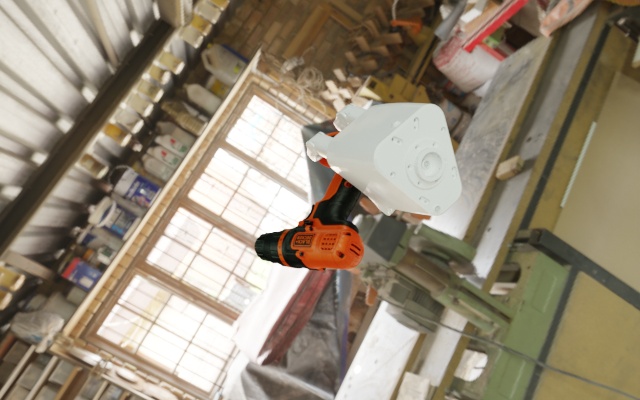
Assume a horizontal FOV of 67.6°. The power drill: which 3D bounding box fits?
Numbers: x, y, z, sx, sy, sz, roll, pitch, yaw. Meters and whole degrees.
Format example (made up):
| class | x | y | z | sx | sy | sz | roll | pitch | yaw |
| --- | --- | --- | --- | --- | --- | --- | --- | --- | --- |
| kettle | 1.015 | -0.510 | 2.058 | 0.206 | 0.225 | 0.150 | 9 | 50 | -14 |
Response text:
| class | x | y | z | sx | sy | sz | roll | pitch | yaw |
| --- | --- | --- | --- | --- | --- | --- | --- | --- | --- |
| power drill | 0.000 | 0.002 | 0.628 | 0.184 | 0.187 | 0.057 | -2 | -29 | 46 |
